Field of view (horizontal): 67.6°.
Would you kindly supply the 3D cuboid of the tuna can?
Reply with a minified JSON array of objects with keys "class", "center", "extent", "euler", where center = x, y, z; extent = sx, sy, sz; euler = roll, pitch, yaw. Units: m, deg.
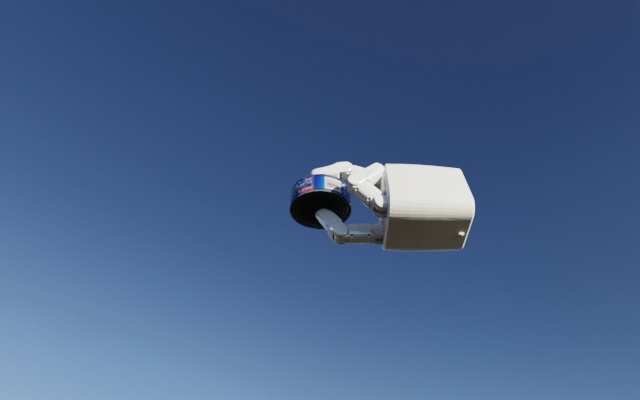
[{"class":"tuna can","center":[0.000,0.002,0.673],"extent":[0.086,0.033,0.086],"euler":[0,-40,0]}]
